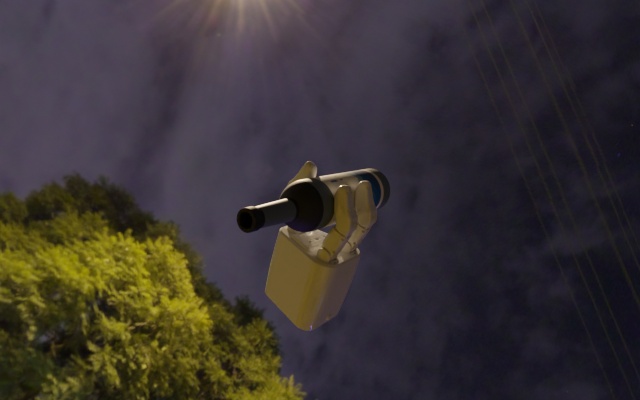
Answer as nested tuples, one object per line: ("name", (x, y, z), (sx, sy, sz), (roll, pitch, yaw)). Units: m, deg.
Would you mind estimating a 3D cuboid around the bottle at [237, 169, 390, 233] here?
("bottle", (0.000, 0.002, 0.630), (0.069, 0.069, 0.295), (0, 8, 33))
